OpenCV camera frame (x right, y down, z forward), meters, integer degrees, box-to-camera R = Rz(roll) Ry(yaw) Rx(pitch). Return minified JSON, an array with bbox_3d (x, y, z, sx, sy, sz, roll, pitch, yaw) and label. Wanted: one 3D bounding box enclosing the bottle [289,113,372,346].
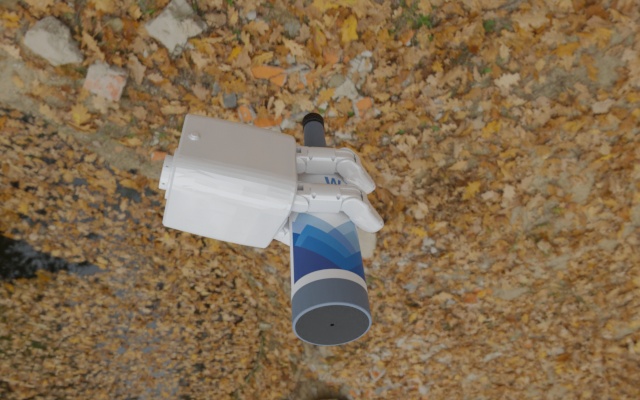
[{"bbox_3d":[0.000,0.002,0.500,0.069,0.069,0.295,0,44,-5],"label":"bottle"}]
